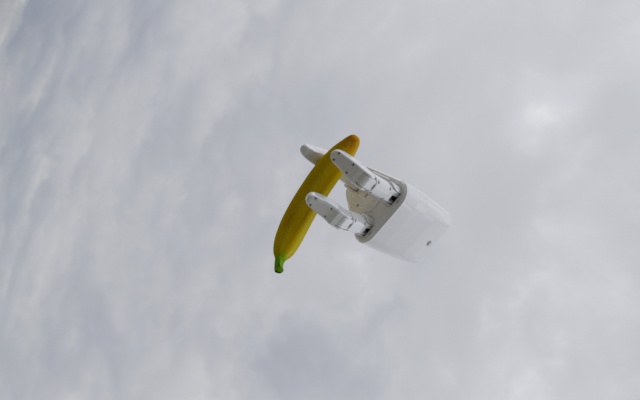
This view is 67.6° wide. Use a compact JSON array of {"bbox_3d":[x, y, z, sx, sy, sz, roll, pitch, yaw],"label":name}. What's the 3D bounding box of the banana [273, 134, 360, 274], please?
[{"bbox_3d":[-0.010,0.002,0.618,0.037,0.198,0.069,32,-6,-28],"label":"banana"}]
